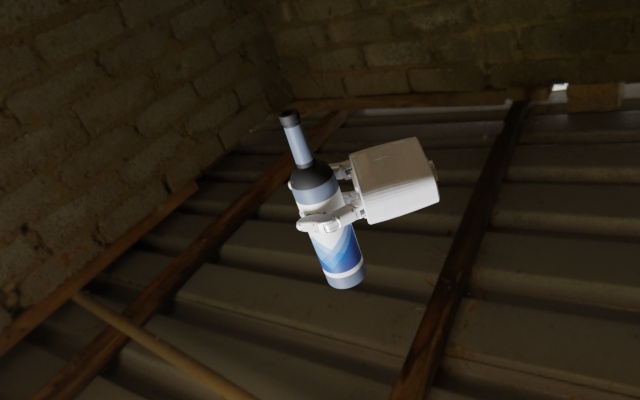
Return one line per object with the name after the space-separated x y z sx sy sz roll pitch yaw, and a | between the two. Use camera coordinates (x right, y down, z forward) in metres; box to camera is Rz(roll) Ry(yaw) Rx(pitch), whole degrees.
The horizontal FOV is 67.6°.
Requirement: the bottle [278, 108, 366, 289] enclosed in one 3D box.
0.000 0.003 0.708 0.069 0.296 0.069 -15 31 9 | bottle
